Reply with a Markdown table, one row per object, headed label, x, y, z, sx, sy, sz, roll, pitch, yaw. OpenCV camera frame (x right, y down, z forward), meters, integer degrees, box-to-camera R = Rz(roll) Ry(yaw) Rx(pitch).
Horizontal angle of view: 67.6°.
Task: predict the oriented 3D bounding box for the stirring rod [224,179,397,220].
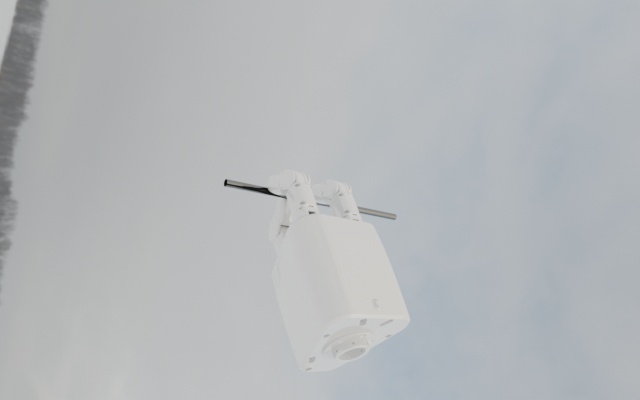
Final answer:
| label | x | y | z | sx | sy | sz | roll | pitch | yaw |
| --- | --- | --- | --- | --- | --- | --- | --- | --- | --- |
| stirring rod | 0.000 | 0.002 | 0.553 | 0.239 | 0.011 | 0.011 | 12 | -7 | -35 |
